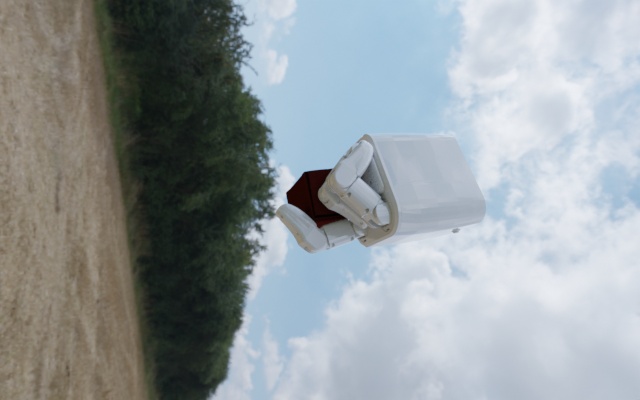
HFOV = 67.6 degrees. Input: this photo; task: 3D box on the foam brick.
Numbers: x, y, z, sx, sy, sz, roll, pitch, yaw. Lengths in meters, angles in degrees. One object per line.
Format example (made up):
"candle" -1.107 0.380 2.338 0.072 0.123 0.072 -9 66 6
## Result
"foam brick" 0.000 0.002 0.523 0.051 0.053 0.078 -7 -12 -21
